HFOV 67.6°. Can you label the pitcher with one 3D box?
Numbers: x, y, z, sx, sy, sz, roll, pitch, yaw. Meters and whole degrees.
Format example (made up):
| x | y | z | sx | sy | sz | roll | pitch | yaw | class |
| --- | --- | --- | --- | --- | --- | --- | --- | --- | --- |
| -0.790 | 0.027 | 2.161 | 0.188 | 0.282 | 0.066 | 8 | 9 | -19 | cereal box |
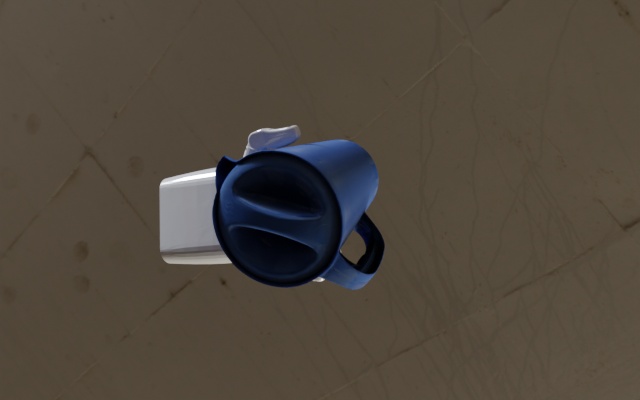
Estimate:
| x | y | z | sx | sy | sz | roll | pitch | yaw | class |
| --- | --- | --- | --- | --- | --- | --- | --- | --- | --- |
| 0.000 | 0.002 | 0.550 | 0.145 | 0.149 | 0.242 | -5 | 11 | 20 | pitcher |
